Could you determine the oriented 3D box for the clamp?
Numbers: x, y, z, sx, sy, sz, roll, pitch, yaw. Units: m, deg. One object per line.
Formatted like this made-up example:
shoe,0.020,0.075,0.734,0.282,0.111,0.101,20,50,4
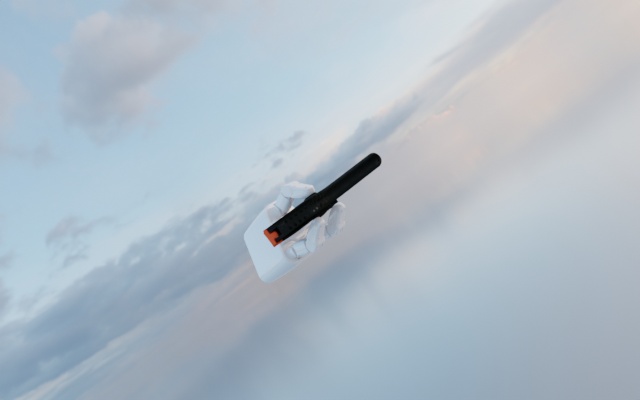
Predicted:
clamp,-0.001,0.002,0.738,0.210,0.036,0.165,-33,-8,-43
